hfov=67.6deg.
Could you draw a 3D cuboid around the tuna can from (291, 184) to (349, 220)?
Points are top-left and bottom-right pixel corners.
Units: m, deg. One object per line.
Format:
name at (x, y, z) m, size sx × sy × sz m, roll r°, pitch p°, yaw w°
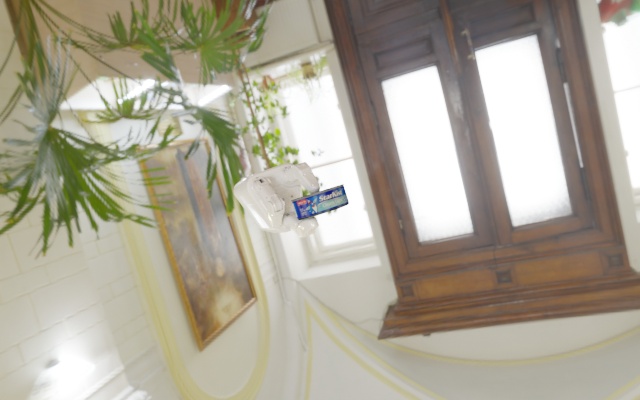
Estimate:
tuna can at (0.000, 0.003, 0.735) m, size 0.086 × 0.034 × 0.086 m, roll -18°, pitch 1°, yaw 0°
